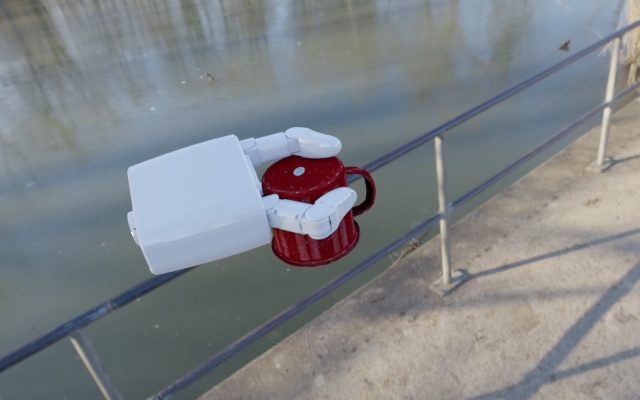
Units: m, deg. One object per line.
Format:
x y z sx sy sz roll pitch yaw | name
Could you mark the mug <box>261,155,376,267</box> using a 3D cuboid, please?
0.001 0.001 0.473 0.117 0.081 0.093 -17 33 -9 | mug
